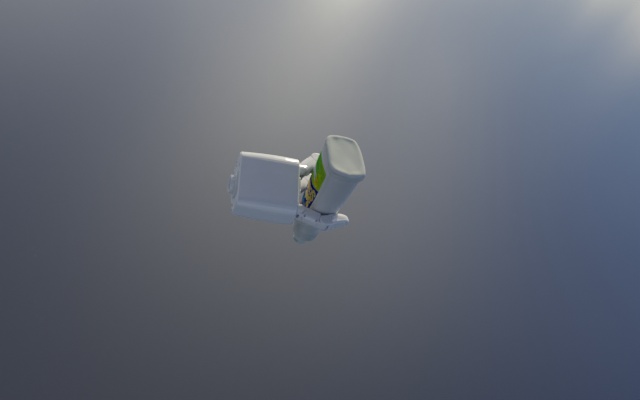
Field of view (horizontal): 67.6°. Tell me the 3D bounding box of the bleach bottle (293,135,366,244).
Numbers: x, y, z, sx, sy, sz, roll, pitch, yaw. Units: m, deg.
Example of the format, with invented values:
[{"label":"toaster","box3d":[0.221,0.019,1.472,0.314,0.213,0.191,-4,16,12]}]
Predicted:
[{"label":"bleach bottle","box3d":[0.000,0.003,0.877,0.068,0.102,0.251,9,-43,-18]}]
